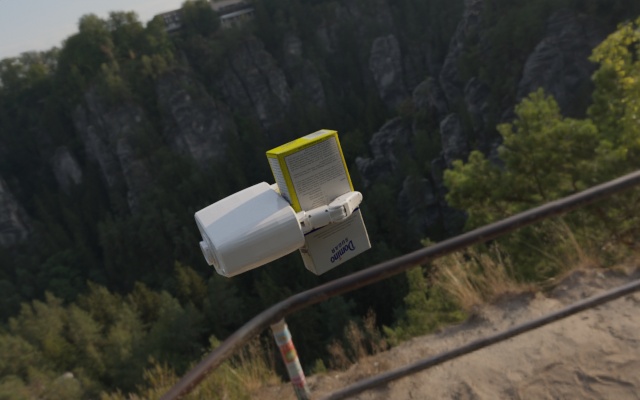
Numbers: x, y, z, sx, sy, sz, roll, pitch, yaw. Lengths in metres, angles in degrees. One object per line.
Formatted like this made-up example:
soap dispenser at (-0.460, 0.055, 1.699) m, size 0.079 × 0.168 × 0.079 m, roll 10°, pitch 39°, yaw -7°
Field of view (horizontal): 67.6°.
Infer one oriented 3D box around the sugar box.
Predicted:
sugar box at (0.000, 0.002, 0.647) m, size 0.093 × 0.176 × 0.048 m, roll -24°, pitch 21°, yaw -22°
